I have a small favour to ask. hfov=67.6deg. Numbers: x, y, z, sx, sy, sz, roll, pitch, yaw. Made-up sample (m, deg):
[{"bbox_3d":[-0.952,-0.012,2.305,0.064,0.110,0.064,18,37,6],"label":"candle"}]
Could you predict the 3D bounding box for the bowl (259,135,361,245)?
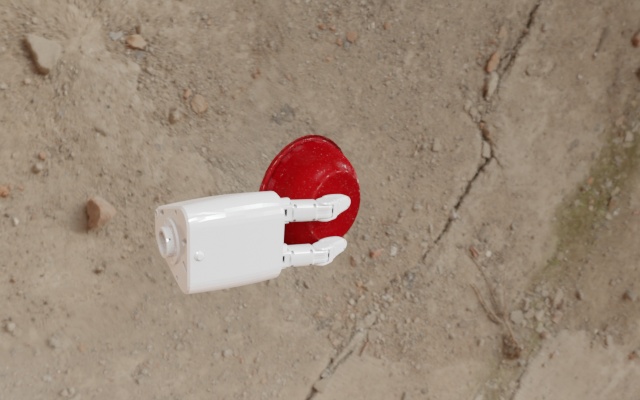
[{"bbox_3d":[0.001,0.002,0.598,0.055,0.162,0.162,20,13,41],"label":"bowl"}]
